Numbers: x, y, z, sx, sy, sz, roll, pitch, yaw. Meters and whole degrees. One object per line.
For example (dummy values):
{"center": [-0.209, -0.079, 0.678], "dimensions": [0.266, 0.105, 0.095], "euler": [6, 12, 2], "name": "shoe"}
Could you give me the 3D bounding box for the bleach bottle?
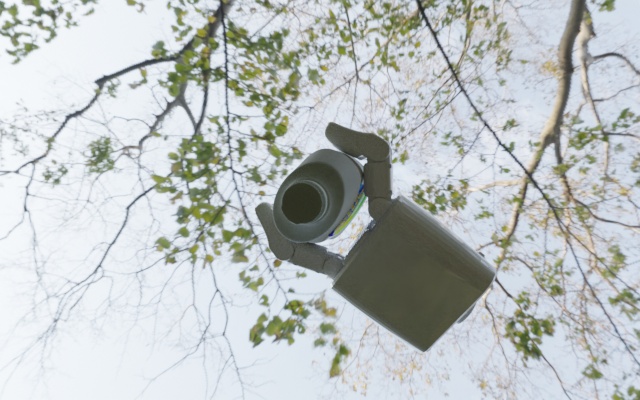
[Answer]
{"center": [0.000, 0.001, 0.446], "dimensions": [0.068, 0.102, 0.251], "euler": [36, 8, 5], "name": "bleach bottle"}
